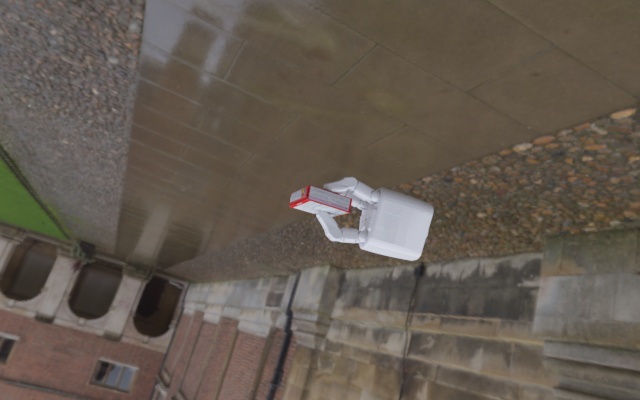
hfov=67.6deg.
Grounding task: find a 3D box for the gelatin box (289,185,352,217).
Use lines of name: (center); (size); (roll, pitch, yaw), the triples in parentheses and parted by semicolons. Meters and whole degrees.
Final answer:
gelatin box: (0.000, 0.003, 0.846); (0.089, 0.030, 0.073); (17, -17, -25)
